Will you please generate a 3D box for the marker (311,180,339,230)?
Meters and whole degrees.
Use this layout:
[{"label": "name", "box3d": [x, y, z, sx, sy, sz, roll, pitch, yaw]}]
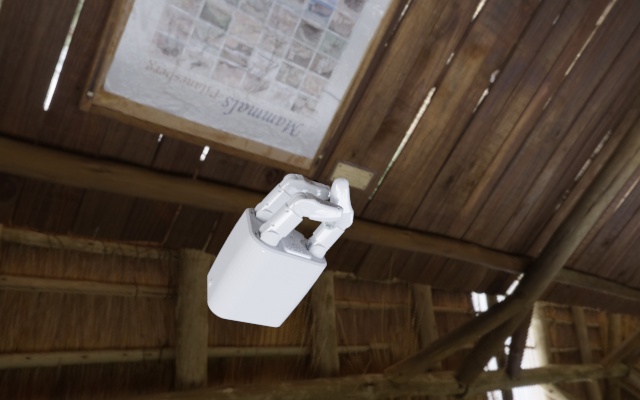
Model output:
[{"label": "marker", "box3d": [0.000, 0.002, 0.599, 0.020, 0.020, 0.121, 0, 24, -13]}]
